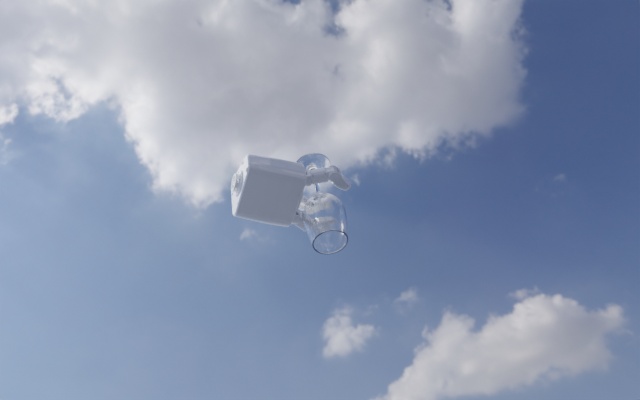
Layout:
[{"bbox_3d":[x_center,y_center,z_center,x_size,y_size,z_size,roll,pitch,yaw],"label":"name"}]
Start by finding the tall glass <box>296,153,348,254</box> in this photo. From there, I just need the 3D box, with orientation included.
[{"bbox_3d":[0.000,0.002,0.874,0.079,0.079,0.200,0,43,-14],"label":"tall glass"}]
